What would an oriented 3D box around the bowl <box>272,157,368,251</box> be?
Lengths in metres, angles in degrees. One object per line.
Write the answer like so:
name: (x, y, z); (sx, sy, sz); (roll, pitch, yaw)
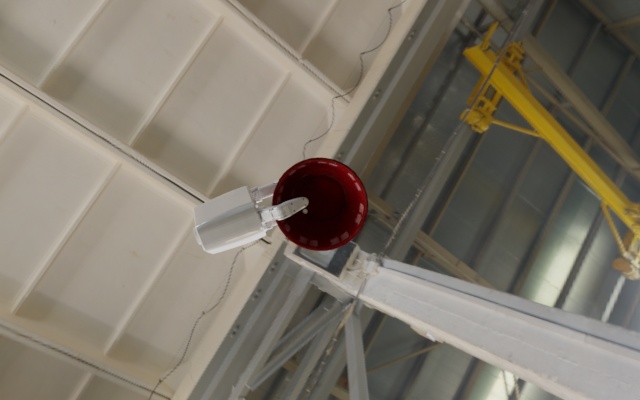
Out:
bowl: (0.001, 0.002, 0.825); (0.162, 0.162, 0.055); (0, 13, 2)
